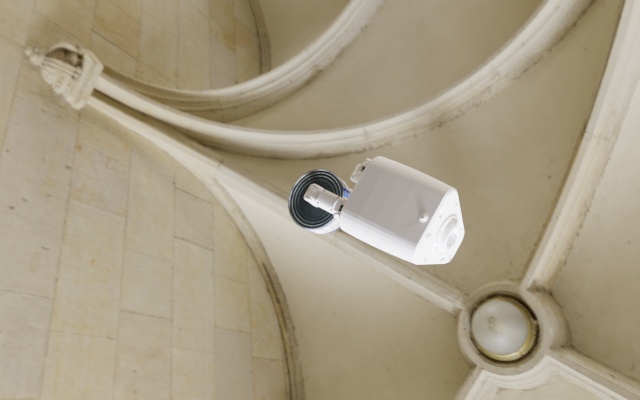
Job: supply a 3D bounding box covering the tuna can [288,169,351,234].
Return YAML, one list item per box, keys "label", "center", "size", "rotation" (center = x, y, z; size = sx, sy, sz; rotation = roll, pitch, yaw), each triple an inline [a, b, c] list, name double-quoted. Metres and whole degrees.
- label: "tuna can"
  center: [0.000, 0.002, 0.658]
  size: [0.086, 0.086, 0.034]
  rotation: [0, -17, 30]
